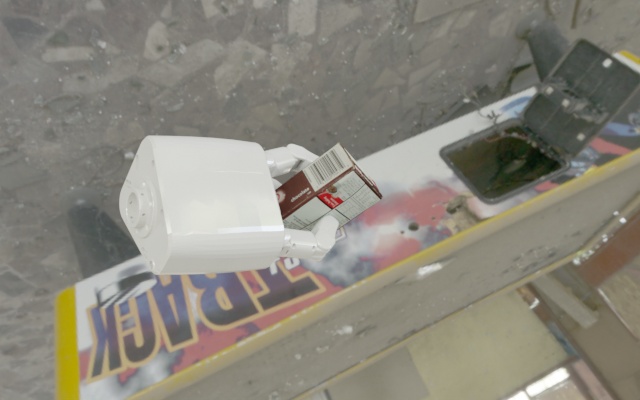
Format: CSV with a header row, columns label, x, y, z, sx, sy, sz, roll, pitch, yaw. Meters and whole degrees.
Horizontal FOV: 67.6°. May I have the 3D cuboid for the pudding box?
label,x,y,z,sx,sy,sz,roll,pitch,yaw
pudding box,0.000,0.002,0.507,0.113,0.039,0.090,-34,-30,11
